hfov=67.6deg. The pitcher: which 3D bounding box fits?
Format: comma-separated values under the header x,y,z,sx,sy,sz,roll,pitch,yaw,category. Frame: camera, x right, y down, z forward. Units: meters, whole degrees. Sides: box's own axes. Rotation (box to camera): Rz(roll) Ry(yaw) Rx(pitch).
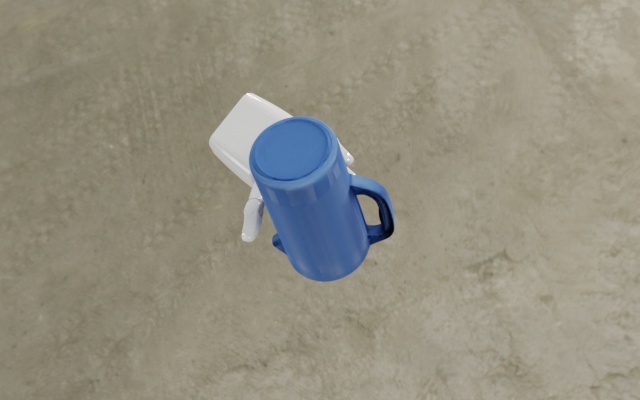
x,y,z,sx,sy,sz,roll,pitch,yaw,category
0.000,0.002,0.644,0.145,0.149,0.243,39,-17,30,pitcher
